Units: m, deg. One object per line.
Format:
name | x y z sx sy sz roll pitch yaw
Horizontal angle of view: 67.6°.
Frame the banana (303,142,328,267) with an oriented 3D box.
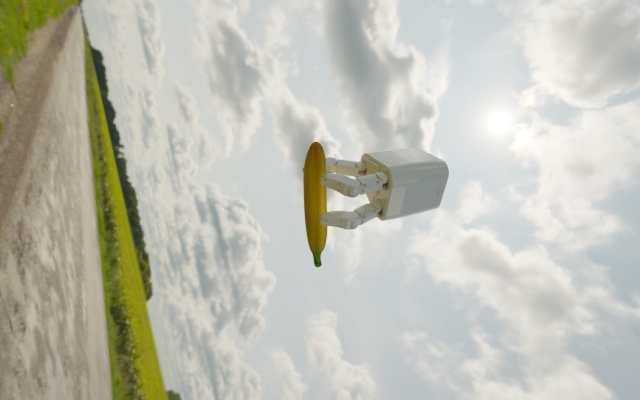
banana | -0.005 0.001 0.757 0.037 0.198 0.069 -7 16 -15
